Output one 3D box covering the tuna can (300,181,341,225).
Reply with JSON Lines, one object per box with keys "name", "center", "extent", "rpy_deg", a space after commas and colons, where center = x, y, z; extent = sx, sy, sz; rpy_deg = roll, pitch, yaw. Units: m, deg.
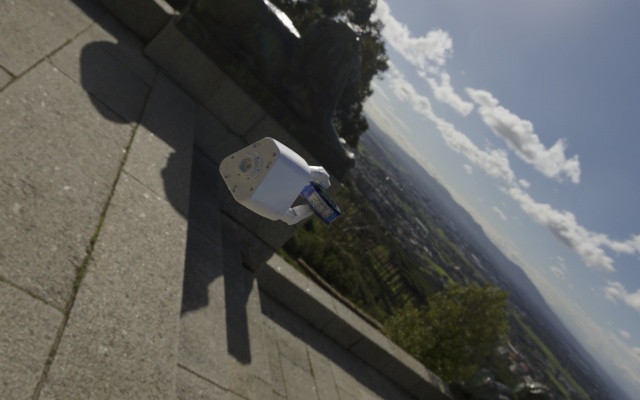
{"name": "tuna can", "center": [0.001, 0.003, 0.887], "extent": [0.034, 0.086, 0.086], "rpy_deg": [-41, -6, 6]}
